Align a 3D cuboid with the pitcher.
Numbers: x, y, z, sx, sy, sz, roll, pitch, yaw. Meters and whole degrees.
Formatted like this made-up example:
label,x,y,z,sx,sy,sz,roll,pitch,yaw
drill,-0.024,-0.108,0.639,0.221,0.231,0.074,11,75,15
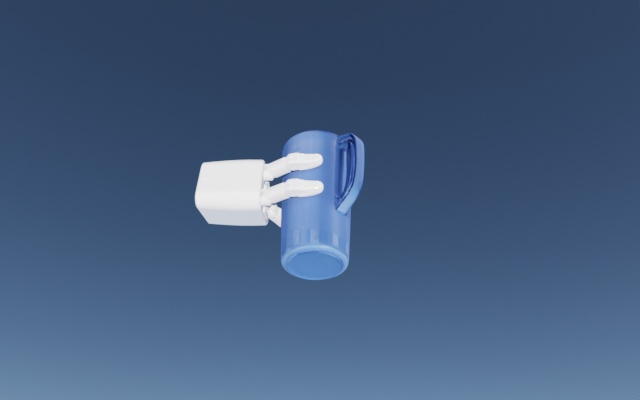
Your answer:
label,x,y,z,sx,sy,sz,roll,pitch,yaw
pitcher,0.000,0.003,0.813,0.145,0.242,0.149,1,-37,0
